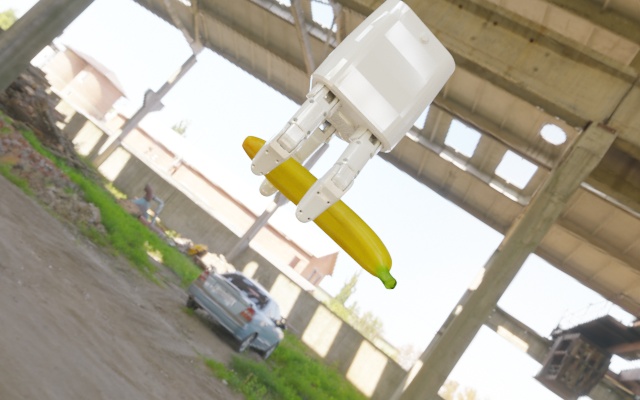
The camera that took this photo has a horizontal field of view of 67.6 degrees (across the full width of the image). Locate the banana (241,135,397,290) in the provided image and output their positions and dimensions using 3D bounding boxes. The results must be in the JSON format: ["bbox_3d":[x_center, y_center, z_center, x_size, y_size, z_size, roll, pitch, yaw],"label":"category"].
[{"bbox_3d":[0.004,0.007,0.465,0.198,0.037,0.069,42,-4,11],"label":"banana"}]
